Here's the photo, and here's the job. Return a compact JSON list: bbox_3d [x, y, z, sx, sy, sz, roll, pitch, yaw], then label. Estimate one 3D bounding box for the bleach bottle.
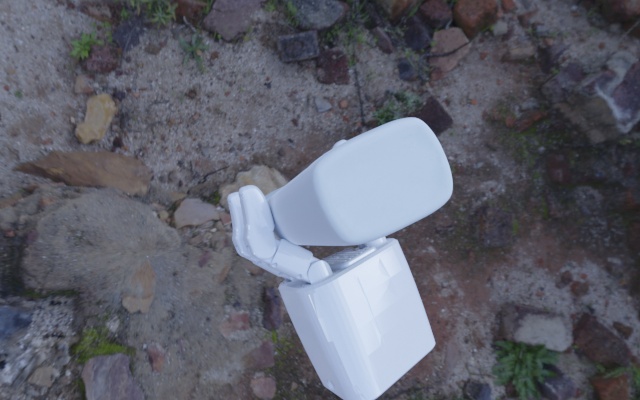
[{"bbox_3d":[0.000,0.001,0.421,0.102,0.068,0.251,-25,2,-21],"label":"bleach bottle"}]
